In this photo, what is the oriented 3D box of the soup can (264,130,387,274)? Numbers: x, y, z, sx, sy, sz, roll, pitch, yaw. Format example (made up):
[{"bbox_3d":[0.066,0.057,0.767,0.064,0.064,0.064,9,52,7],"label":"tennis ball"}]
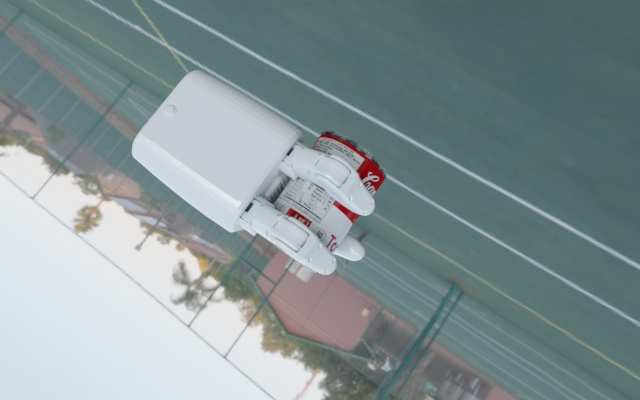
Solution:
[{"bbox_3d":[0.000,0.002,0.404,0.068,0.102,0.068,34,-10,7],"label":"soup can"}]
